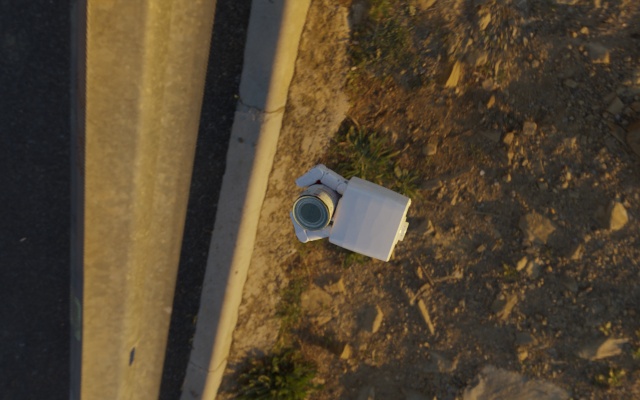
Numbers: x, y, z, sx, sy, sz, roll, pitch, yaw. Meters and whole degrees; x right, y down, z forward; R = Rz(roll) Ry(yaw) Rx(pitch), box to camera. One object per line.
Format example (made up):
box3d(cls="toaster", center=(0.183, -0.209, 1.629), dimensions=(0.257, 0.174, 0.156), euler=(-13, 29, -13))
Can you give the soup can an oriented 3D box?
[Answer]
box3d(cls="soup can", center=(0.000, 0.003, 0.820), dimensions=(0.068, 0.068, 0.102), euler=(0, 23, 21))
